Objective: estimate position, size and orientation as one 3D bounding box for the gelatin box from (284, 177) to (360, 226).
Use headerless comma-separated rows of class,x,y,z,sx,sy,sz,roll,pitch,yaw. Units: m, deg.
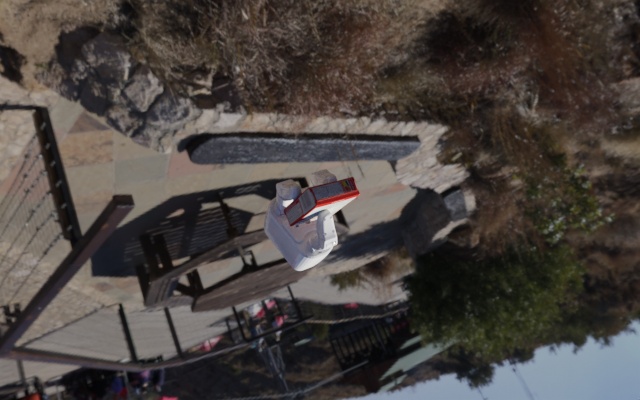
gelatin box,0.000,0.002,0.657,0.073,0.030,0.089,-14,-13,-32
